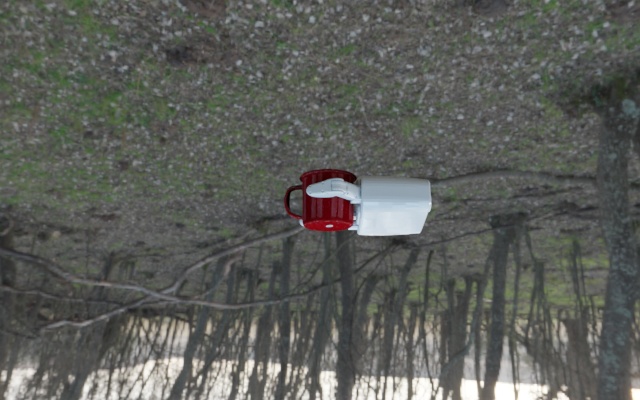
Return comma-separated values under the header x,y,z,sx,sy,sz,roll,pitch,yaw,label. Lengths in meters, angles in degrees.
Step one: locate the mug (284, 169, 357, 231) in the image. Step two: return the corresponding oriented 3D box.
x,y,z,sx,sy,sz,roll,pitch,yaw,label
-0.001,0.003,0.763,0.117,0.081,0.093,0,-15,1,mug
